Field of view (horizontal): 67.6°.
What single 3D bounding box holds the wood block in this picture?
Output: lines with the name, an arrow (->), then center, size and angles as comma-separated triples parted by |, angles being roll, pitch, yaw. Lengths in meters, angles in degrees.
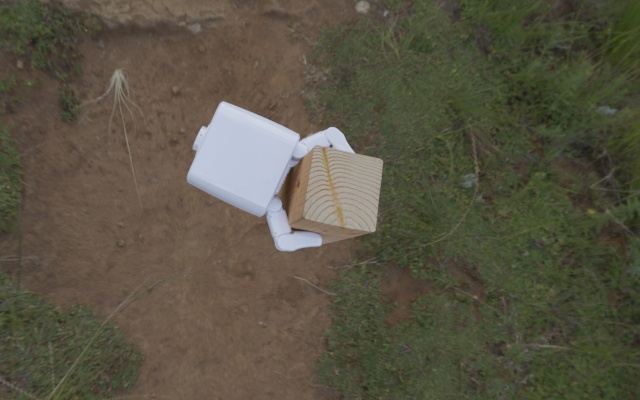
wood block -> 0.000, 0.002, 0.648 | 0.090, 0.091, 0.206 | 11, -11, -14
